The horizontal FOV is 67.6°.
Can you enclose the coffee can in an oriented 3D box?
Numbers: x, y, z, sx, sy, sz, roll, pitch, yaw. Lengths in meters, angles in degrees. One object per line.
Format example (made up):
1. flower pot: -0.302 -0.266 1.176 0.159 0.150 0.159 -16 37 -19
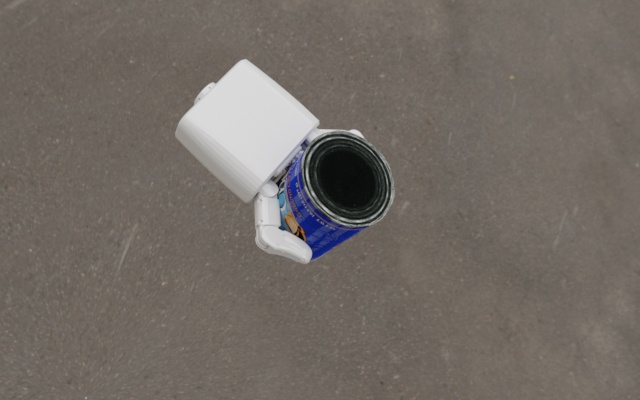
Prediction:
1. coffee can: 0.000 0.002 0.522 0.103 0.102 0.140 0 -20 -26
